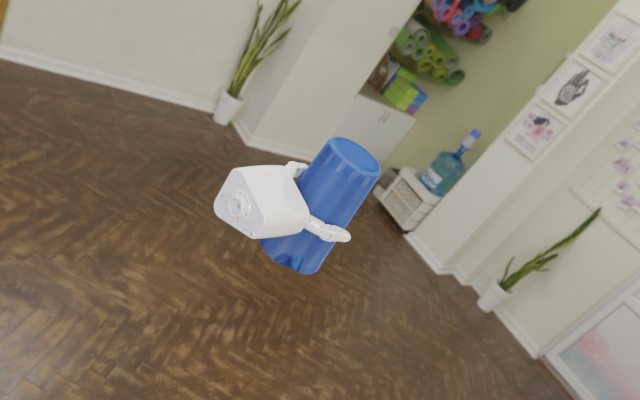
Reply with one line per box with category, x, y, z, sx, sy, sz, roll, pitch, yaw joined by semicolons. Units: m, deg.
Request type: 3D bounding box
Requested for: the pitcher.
pitcher;0.000;0.003;0.875;0.145;0.243;0.149;-3;45;-52
